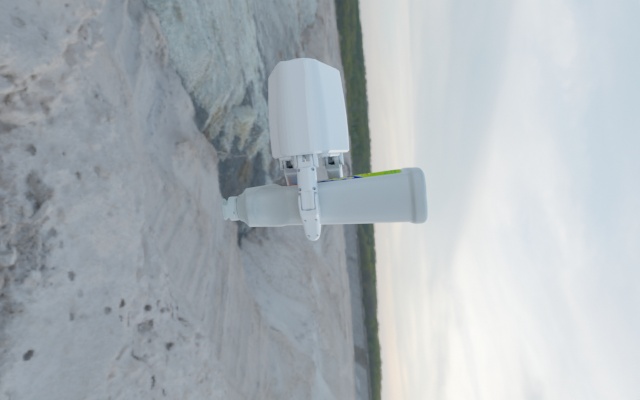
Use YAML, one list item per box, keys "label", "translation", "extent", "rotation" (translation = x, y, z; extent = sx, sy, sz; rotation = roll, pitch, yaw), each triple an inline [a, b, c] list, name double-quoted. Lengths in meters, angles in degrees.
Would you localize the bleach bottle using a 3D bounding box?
- label: "bleach bottle"
  translation: [0.000, 0.002, 0.599]
  extent: [0.251, 0.068, 0.102]
  rotation: [-5, 4, 4]
